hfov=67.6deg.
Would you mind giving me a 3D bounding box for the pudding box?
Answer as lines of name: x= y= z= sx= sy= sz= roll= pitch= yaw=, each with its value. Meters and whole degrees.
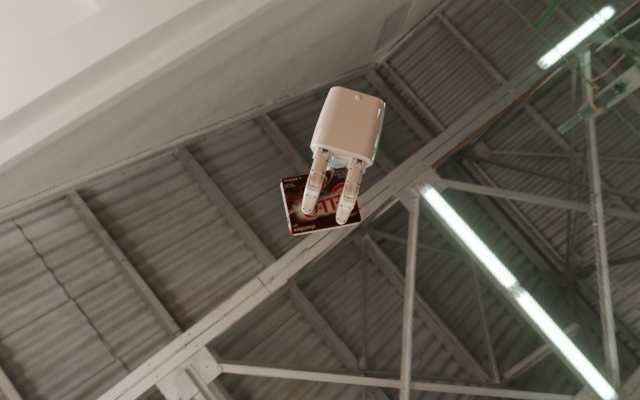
pudding box: x=0.000 y=0.002 z=0.748 sx=0.113 sy=0.090 sz=0.039 roll=-11 pitch=-10 yaw=-7
